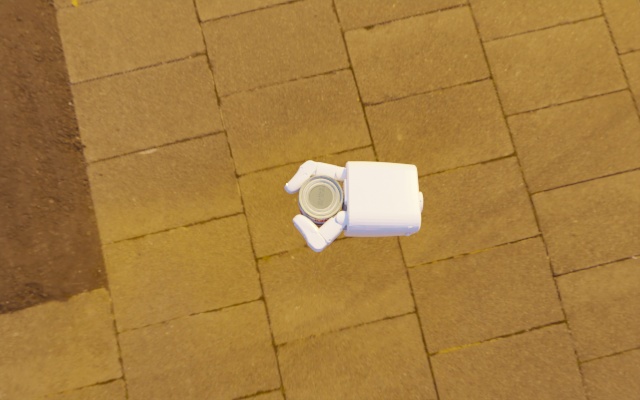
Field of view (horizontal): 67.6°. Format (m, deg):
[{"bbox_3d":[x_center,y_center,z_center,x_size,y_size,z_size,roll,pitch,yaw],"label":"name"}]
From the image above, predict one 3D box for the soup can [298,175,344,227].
[{"bbox_3d":[0.000,0.002,0.736,0.068,0.068,0.102,0,-8,-1],"label":"soup can"}]
